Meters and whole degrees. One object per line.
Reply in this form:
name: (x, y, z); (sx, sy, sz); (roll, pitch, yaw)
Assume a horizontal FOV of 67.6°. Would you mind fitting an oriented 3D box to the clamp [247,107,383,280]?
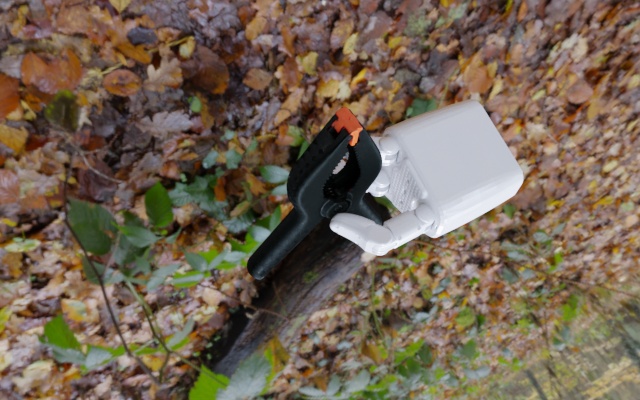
clamp: (0.001, 0.002, 0.458); (0.164, 0.036, 0.210); (-23, -30, -17)
